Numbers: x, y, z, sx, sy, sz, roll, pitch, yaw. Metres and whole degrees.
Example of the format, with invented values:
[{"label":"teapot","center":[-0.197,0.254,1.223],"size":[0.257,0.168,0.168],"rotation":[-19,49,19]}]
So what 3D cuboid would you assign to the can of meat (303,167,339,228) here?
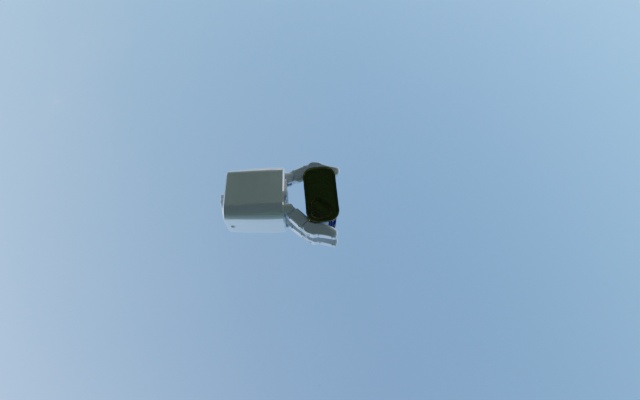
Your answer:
[{"label":"can of meat","center":[0.000,0.003,0.860],"size":[0.057,0.102,0.084],"rotation":[-5,-21,-3]}]
